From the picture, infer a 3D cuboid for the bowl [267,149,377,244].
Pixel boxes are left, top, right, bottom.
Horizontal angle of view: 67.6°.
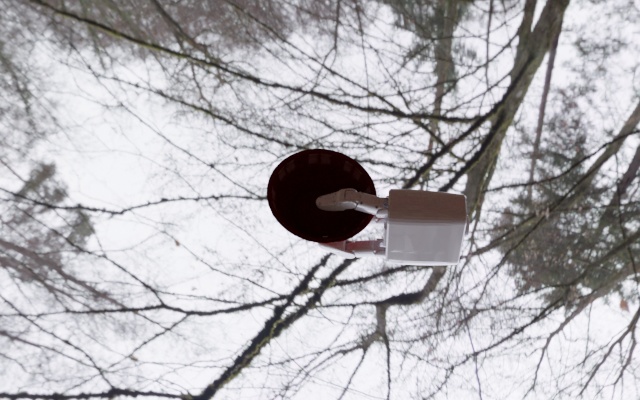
[{"bbox_3d":[-0.001,0.002,0.712,0.162,0.162,0.055,0,-31,-8],"label":"bowl"}]
